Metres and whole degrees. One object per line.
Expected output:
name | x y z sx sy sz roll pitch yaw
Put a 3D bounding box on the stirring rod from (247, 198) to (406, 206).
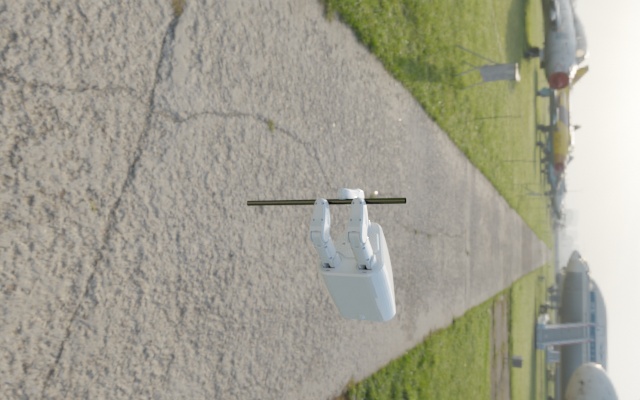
stirring rod | 0.000 0.002 0.659 0.239 0.011 0.011 -1 -1 26
